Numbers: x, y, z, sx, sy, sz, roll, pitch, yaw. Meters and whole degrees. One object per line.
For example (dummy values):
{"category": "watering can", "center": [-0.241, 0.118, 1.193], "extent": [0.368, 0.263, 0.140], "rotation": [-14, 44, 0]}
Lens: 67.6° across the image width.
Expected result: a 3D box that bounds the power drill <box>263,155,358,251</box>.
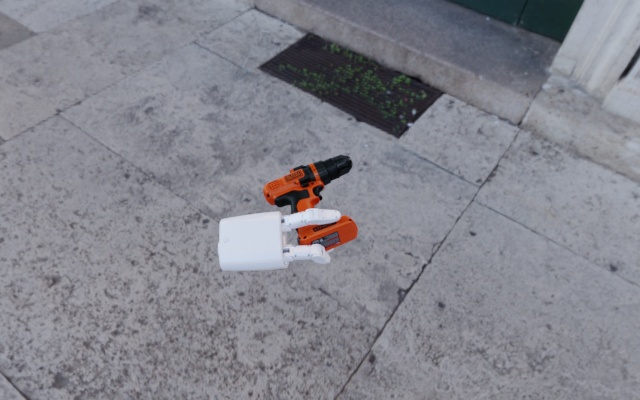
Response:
{"category": "power drill", "center": [0.000, 0.003, 0.888], "extent": [0.184, 0.187, 0.057], "rotation": [-24, -43, -4]}
